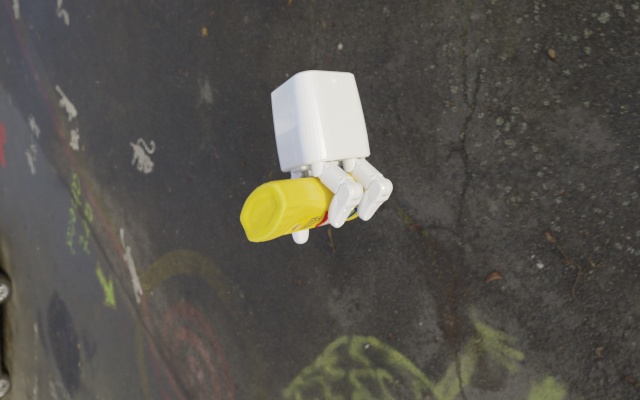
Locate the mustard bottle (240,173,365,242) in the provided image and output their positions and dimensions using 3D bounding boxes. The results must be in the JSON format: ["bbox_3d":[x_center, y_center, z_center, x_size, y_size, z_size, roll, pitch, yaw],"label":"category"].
[{"bbox_3d":[0.000,0.002,0.604,0.191,0.058,0.096,-11,-23,-42],"label":"mustard bottle"}]
